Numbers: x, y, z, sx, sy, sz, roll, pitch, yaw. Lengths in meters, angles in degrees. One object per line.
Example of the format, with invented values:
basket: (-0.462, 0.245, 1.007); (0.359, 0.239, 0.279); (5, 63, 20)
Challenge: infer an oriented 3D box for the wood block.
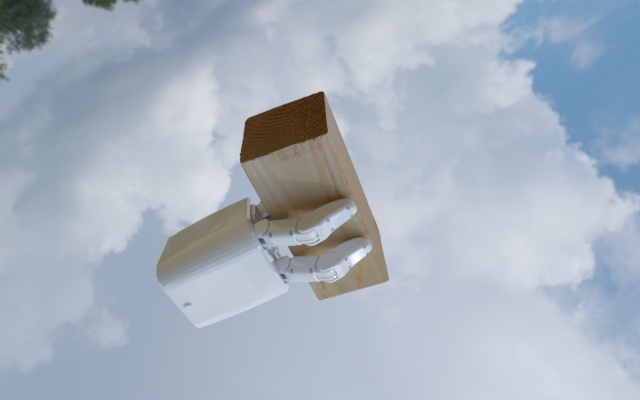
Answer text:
wood block: (0.000, 0.002, 0.521); (0.090, 0.206, 0.090); (-18, 37, 10)
